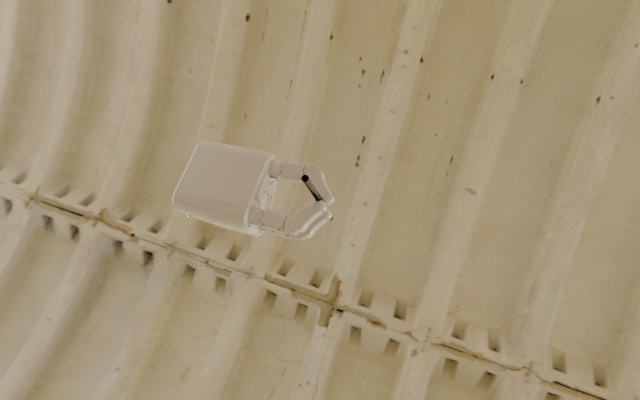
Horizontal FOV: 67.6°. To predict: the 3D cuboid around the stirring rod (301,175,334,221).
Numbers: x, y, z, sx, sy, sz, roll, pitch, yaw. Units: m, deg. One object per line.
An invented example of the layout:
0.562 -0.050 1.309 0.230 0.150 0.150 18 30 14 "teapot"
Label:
0.000 0.002 0.618 0.011 0.011 0.239 0 -12 8 "stirring rod"
